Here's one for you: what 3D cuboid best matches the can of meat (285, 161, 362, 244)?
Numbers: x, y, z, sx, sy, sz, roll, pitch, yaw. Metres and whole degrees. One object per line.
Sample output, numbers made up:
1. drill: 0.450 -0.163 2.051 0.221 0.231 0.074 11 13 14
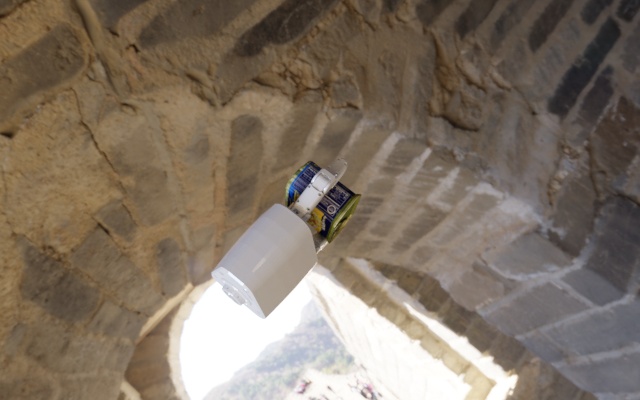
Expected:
1. can of meat: 0.000 0.002 0.646 0.084 0.057 0.102 37 -21 9
